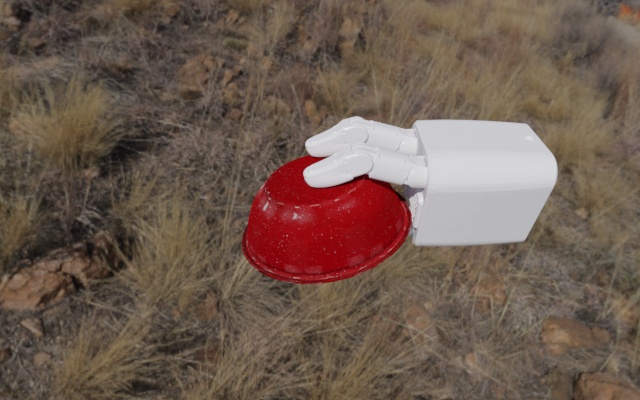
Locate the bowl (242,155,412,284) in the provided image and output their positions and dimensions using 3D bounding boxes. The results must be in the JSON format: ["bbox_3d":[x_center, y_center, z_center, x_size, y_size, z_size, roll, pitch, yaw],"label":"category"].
[{"bbox_3d":[-0.001,0.001,0.437,0.162,0.055,0.162,-9,33,6],"label":"bowl"}]
